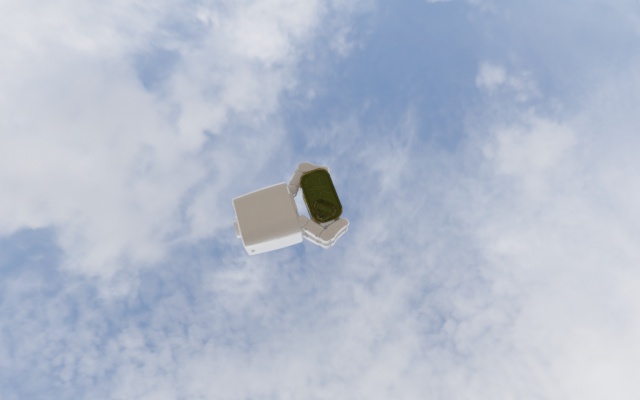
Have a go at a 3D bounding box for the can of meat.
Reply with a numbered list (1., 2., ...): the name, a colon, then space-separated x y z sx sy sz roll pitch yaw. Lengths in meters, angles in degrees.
1. can of meat: 0.000 0.003 0.894 0.057 0.102 0.084 -19 -17 -7
